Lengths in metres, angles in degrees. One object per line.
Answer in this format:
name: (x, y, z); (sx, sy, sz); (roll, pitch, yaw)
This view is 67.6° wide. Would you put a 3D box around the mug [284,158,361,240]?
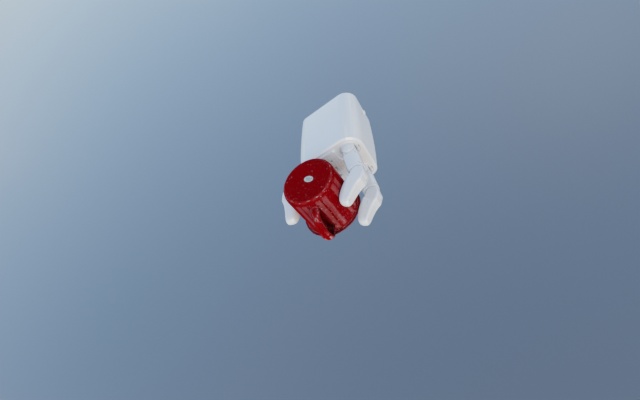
mug: (0.000, 0.003, 0.685); (0.093, 0.117, 0.081); (-20, -41, 20)
